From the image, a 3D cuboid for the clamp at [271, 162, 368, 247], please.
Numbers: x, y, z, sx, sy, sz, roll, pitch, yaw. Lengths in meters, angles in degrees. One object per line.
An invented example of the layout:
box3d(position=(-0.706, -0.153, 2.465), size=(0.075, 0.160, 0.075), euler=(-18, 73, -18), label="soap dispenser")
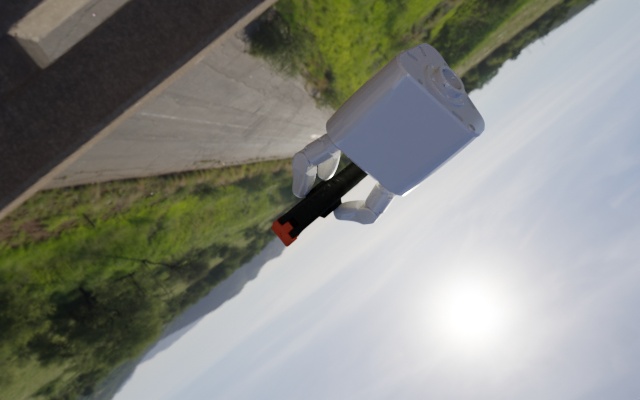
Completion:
box3d(position=(0.000, 0.003, 0.574), size=(0.165, 0.036, 0.210), euler=(-42, -1, 41), label="clamp")
